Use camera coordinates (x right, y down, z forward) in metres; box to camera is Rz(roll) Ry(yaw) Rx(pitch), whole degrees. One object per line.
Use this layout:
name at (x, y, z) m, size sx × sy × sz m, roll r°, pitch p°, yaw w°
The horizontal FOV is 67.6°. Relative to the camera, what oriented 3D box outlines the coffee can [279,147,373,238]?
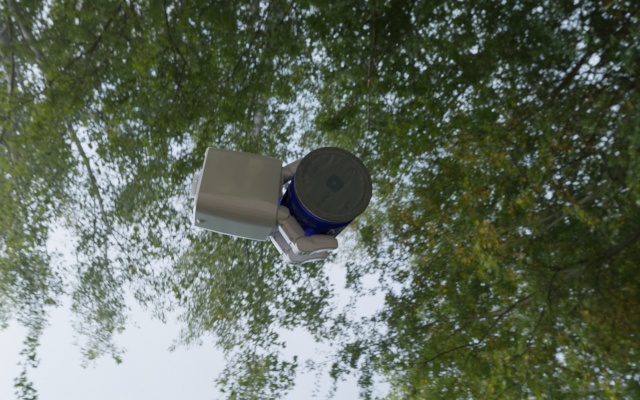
coffee can at (0.000, 0.002, 0.664) m, size 0.103 × 0.102 × 0.140 m, roll 0°, pitch -21°, yaw -16°
